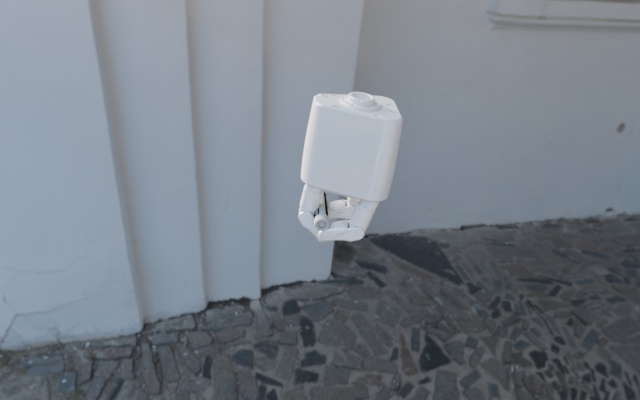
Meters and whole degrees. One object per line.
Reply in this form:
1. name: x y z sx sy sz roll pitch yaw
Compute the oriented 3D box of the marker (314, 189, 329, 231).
1. marker: 0.000 0.002 0.660 0.020 0.020 0.121 0 29 -2
